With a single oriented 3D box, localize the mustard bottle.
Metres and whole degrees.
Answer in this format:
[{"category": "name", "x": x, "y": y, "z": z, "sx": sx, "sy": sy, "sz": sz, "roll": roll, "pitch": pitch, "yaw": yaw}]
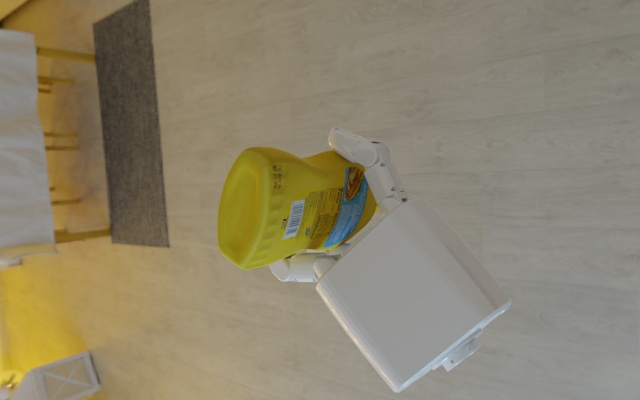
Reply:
[{"category": "mustard bottle", "x": 0.000, "y": 0.001, "z": 0.437, "sx": 0.058, "sy": 0.096, "sz": 0.191, "roll": 27, "pitch": 21, "yaw": 36}]
